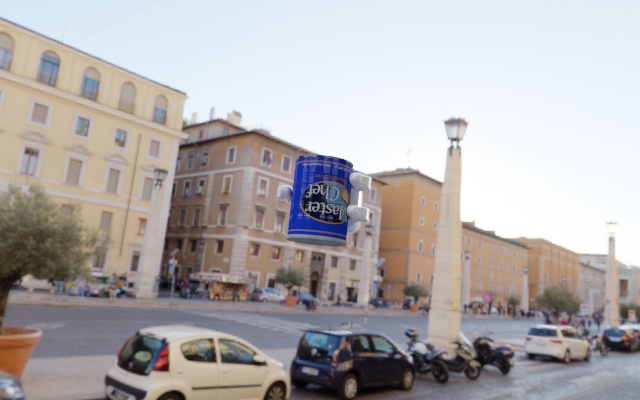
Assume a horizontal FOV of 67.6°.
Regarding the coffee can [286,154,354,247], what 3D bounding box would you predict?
[{"bbox_3d":[0.000,0.003,0.816,0.103,0.140,0.103,6,-10,1],"label":"coffee can"}]
